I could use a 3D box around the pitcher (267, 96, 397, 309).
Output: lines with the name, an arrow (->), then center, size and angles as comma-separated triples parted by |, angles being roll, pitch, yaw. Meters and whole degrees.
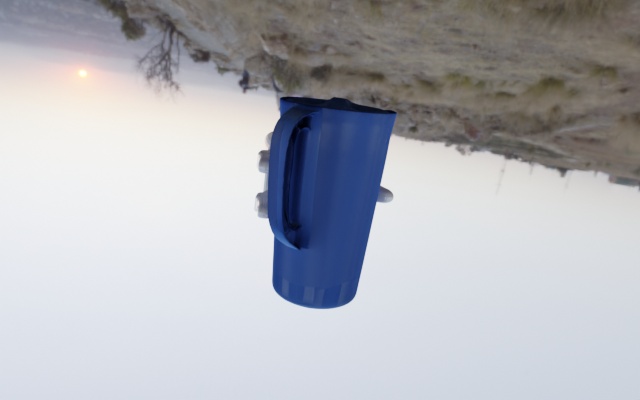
pitcher -> 0.000, 0.002, 0.563 | 0.149, 0.243, 0.145 | 3, 15, -15
